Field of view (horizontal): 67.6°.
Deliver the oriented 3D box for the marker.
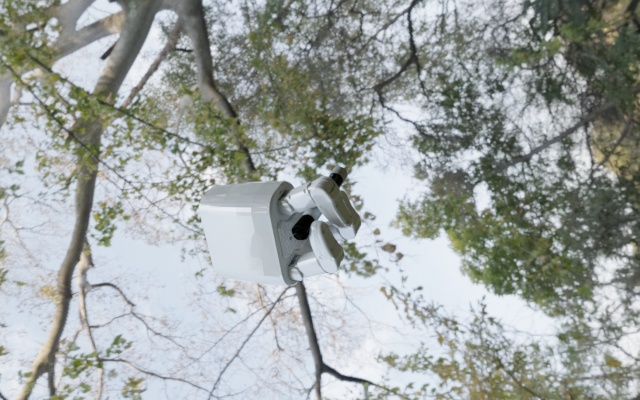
[{"bbox_3d":[0.000,0.002,0.520,0.020,0.020,0.121,0,35,29],"label":"marker"}]
